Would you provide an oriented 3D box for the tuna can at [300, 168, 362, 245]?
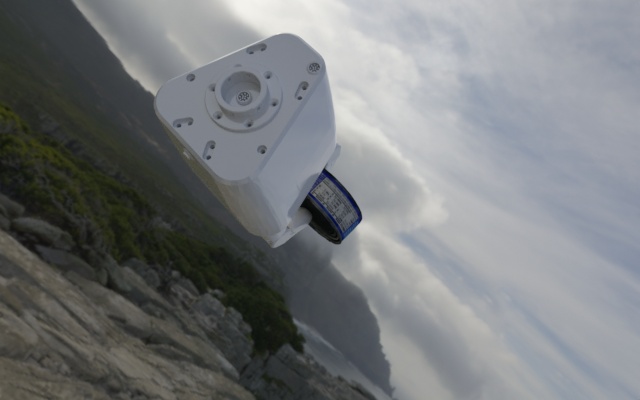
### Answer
[{"bbox_3d":[0.000,0.001,0.470,0.033,0.086,0.086,-44,13,-14],"label":"tuna can"}]
